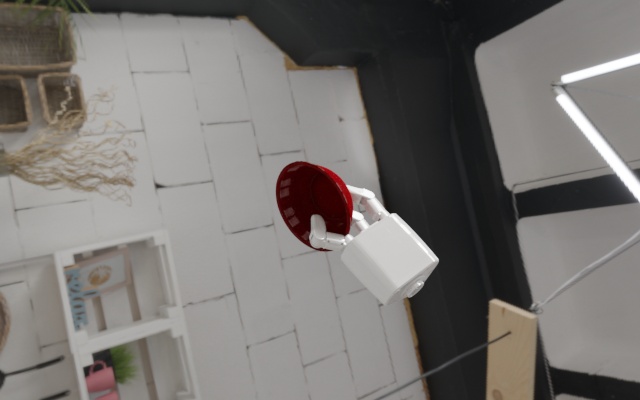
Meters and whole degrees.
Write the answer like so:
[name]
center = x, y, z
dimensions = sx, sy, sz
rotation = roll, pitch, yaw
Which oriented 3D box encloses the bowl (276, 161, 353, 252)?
[bowl]
center = 0.000, 0.001, 0.806
dimensions = 0.162, 0.162, 0.055
rotation = 0, 22, 43
